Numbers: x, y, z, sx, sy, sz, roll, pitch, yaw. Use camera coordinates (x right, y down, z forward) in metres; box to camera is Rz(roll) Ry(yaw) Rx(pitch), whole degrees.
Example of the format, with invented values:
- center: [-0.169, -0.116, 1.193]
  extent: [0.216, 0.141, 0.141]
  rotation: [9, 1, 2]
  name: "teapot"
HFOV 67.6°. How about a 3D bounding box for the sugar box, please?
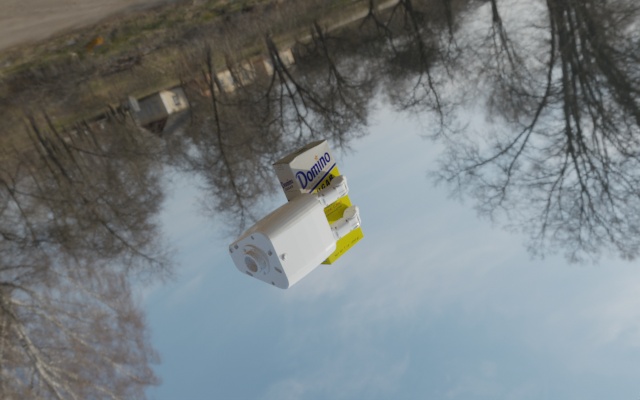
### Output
- center: [0.000, 0.003, 0.753]
  extent: [0.048, 0.176, 0.093]
  rotation: [-2, 26, 46]
  name: "sugar box"
